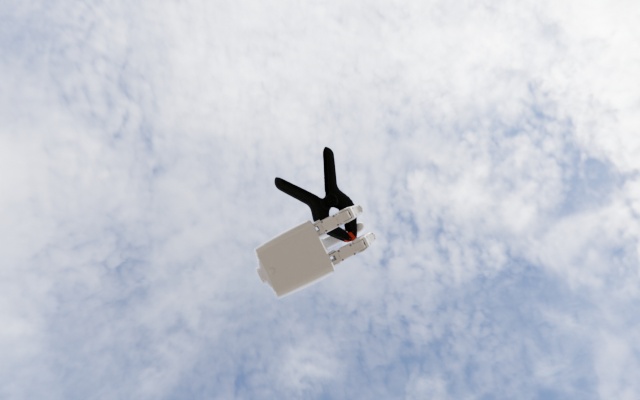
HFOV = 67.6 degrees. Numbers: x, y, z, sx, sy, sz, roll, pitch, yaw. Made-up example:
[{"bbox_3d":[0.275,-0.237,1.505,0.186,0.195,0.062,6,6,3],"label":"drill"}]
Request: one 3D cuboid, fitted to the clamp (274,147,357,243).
[{"bbox_3d":[0.000,0.003,0.825,0.120,0.171,0.039,-25,-5,-13],"label":"clamp"}]
